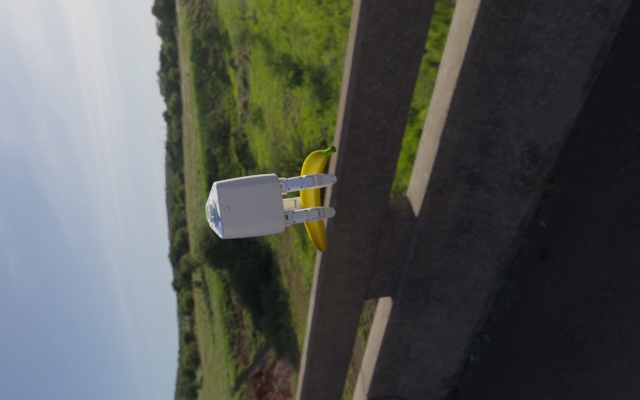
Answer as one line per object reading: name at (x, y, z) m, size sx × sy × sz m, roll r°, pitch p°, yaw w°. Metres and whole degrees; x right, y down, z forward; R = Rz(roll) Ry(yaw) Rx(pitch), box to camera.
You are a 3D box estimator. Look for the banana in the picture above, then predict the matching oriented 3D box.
banana at (-0.010, -0.006, 0.864) m, size 0.037 × 0.198 × 0.069 m, roll -9°, pitch 23°, yaw -33°
